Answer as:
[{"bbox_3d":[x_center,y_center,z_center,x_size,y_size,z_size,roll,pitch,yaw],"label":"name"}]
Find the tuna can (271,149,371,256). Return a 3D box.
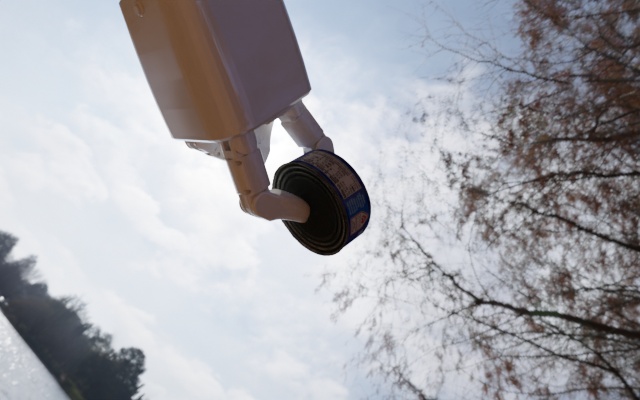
[{"bbox_3d":[0.000,0.001,0.401,0.033,0.086,0.086,-33,21,-37],"label":"tuna can"}]
